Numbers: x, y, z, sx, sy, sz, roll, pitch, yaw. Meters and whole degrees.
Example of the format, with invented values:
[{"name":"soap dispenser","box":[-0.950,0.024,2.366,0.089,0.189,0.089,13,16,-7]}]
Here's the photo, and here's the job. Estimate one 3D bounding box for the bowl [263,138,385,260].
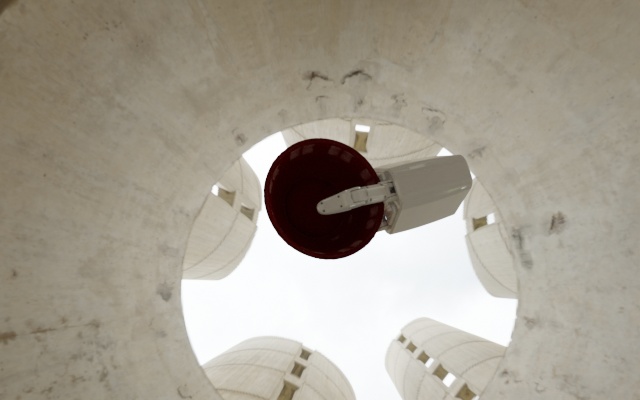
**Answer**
[{"name":"bowl","box":[-0.001,0.002,0.632,0.162,0.162,0.055,0,-15,-17]}]
